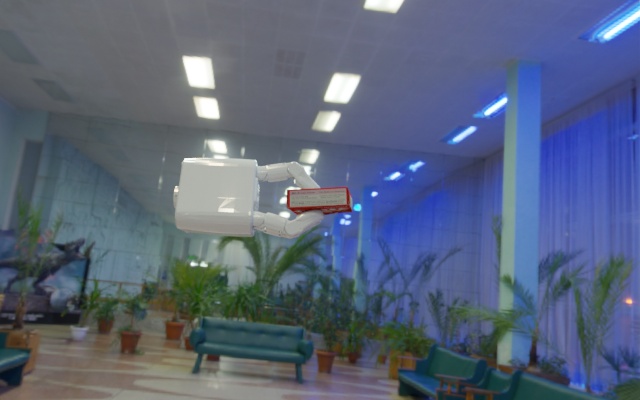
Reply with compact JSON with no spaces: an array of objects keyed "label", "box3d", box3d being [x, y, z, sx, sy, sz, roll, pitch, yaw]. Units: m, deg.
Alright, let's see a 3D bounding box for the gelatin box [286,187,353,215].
[{"label":"gelatin box","box3d":[0.000,0.002,0.697,0.089,0.030,0.073,-3,-10,7]}]
